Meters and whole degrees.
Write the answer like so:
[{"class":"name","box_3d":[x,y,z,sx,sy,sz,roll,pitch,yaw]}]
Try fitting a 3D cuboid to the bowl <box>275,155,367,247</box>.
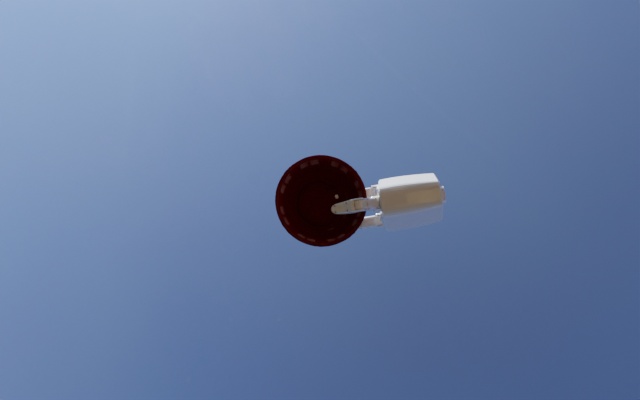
[{"class":"bowl","box_3d":[-0.001,0.003,0.857,0.162,0.162,0.055,0,-7,-4]}]
